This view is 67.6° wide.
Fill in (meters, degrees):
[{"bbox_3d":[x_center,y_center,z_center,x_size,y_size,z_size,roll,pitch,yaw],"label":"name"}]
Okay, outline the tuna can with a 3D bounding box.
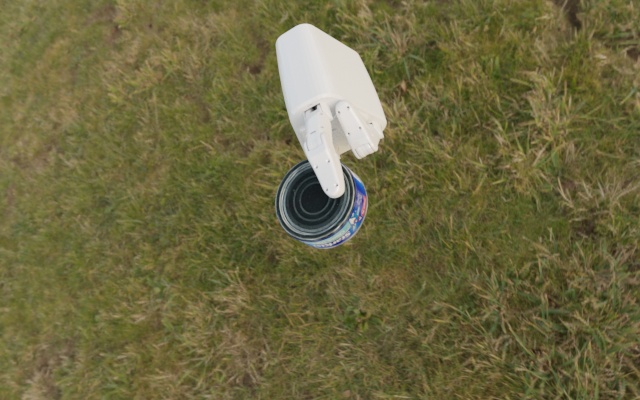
[{"bbox_3d":[0.000,0.001,0.460,0.086,0.086,0.034,0,-17,26],"label":"tuna can"}]
